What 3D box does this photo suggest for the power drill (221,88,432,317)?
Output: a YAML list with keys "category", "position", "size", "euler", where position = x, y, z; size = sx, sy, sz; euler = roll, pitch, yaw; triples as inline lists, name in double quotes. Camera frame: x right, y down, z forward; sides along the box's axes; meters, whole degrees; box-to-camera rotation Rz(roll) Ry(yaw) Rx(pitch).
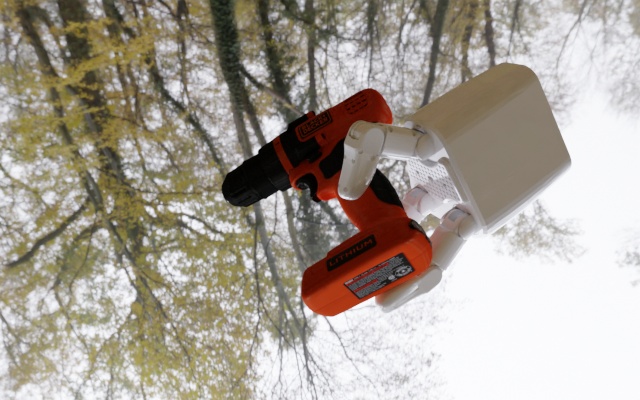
- category: "power drill"
  position: [0.000, 0.002, 0.420]
  size: [0.184, 0.187, 0.057]
  euler: [-30, -39, 13]
